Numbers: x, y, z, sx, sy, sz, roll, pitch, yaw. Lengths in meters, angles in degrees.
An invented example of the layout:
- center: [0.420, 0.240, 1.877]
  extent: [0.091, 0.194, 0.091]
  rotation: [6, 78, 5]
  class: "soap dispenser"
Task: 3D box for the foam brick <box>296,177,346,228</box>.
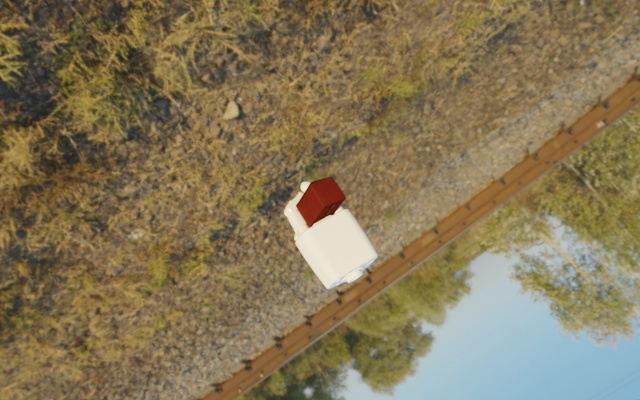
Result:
- center: [0.000, 0.003, 0.865]
  extent: [0.053, 0.051, 0.078]
  rotation: [-20, -23, -35]
  class: "foam brick"
